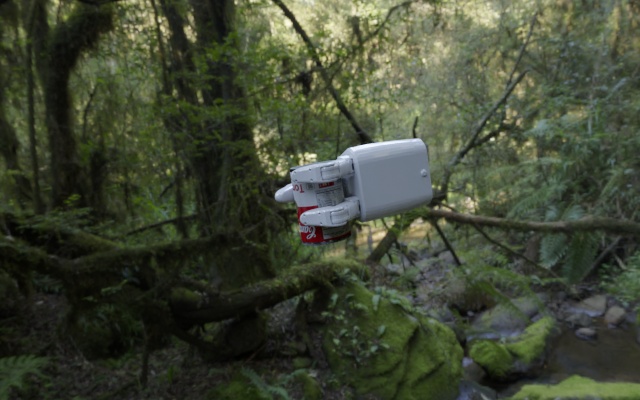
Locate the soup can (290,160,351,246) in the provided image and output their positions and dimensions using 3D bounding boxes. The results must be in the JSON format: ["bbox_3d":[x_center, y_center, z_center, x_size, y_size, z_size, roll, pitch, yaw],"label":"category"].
[{"bbox_3d":[0.000,0.002,0.636,0.068,0.102,0.068,-9,8,1],"label":"soup can"}]
